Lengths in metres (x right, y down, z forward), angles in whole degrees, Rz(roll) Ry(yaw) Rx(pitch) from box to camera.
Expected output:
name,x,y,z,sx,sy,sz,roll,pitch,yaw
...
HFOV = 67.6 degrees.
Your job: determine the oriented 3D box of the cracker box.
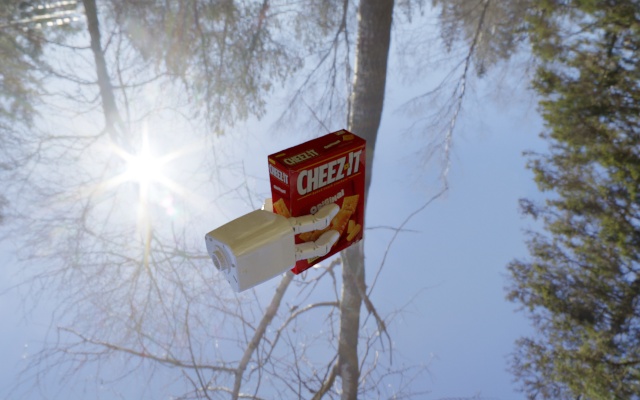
name,x,y,z,sx,sy,sz,roll,pitch,yaw
cracker box,0.000,0.003,0.836,0.164,0.214,0.072,-24,39,-31
